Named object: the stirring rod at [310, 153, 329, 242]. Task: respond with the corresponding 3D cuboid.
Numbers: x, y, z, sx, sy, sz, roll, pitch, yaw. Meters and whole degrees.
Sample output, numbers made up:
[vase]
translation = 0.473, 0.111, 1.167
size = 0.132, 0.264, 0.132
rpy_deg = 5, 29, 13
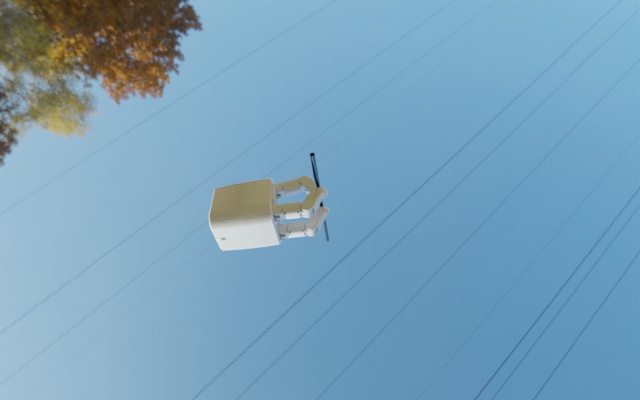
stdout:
[stirring rod]
translation = 0.000, 0.003, 0.840
size = 0.011, 0.011, 0.240
rpy_deg = 0, -38, 8
